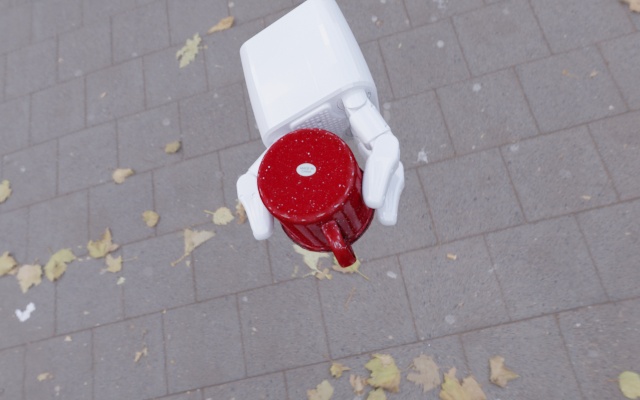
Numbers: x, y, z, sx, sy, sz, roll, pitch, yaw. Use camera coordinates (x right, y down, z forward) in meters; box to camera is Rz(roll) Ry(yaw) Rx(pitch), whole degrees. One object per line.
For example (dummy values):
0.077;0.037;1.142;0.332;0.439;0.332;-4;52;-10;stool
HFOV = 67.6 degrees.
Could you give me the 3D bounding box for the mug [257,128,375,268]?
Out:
0.000;0.003;0.400;0.093;0.117;0.081;-22;-21;5;mug
